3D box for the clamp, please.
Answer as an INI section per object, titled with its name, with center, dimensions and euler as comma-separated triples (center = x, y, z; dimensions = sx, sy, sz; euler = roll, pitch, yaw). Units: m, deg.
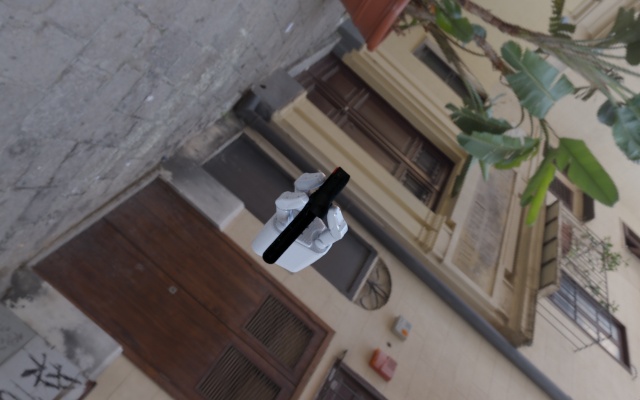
[clamp]
center = 0.001, 0.003, 0.760
dimensions = 0.165, 0.036, 0.210
euler = -40, 8, 50
